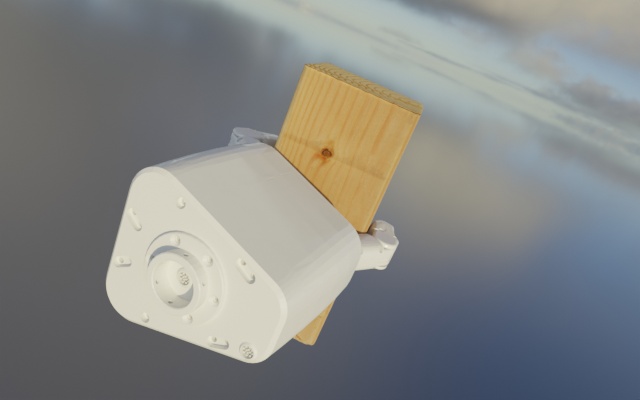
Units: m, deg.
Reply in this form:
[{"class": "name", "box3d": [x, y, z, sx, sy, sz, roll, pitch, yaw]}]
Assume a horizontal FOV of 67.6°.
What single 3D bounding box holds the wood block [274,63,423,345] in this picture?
[{"class": "wood block", "box3d": [0.000, 0.001, 0.400, 0.091, 0.206, 0.090, 25, 20, 5]}]
